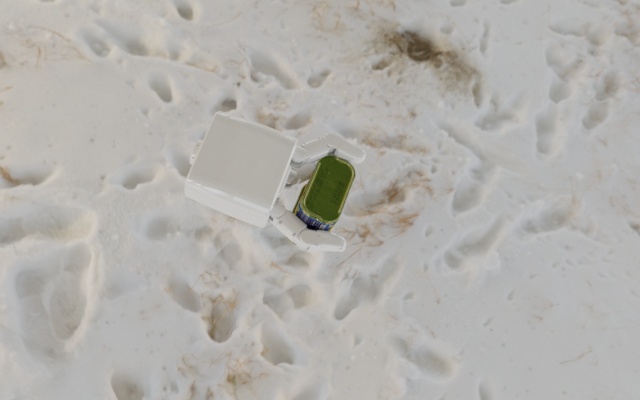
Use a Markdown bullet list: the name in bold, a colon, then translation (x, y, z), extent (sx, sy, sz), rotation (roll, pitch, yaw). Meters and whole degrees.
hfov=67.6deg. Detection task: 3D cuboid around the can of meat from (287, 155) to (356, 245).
- **can of meat**: translation (0.000, 0.002, 0.620), extent (0.057, 0.102, 0.084), rotation (24, -32, -4)
